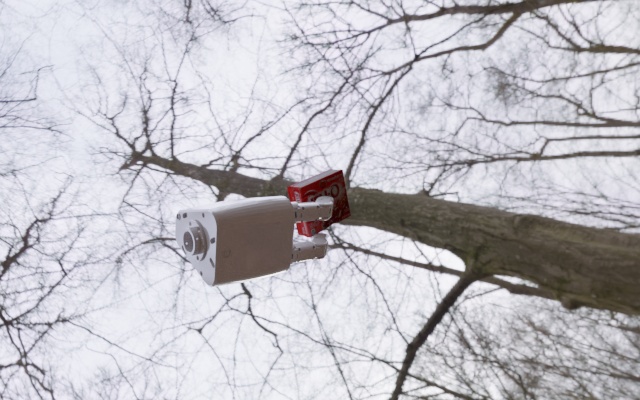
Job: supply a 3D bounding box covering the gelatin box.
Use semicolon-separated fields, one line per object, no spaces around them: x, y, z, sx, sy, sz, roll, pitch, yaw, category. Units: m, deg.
0.000;0.002;0.681;0.089;0.073;0.030;-25;21;-39;gelatin box
